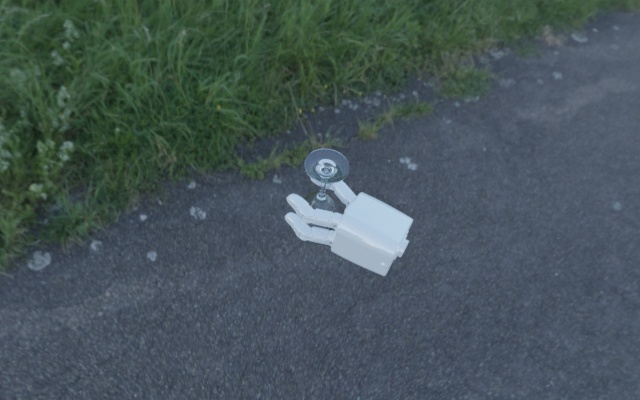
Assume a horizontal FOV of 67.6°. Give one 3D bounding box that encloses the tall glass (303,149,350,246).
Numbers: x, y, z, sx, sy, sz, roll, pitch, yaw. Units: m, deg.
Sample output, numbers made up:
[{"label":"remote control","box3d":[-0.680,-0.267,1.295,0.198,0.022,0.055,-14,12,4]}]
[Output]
[{"label":"tall glass","box3d":[0.000,0.002,0.852,0.079,0.079,0.201,0,-36,-8]}]
